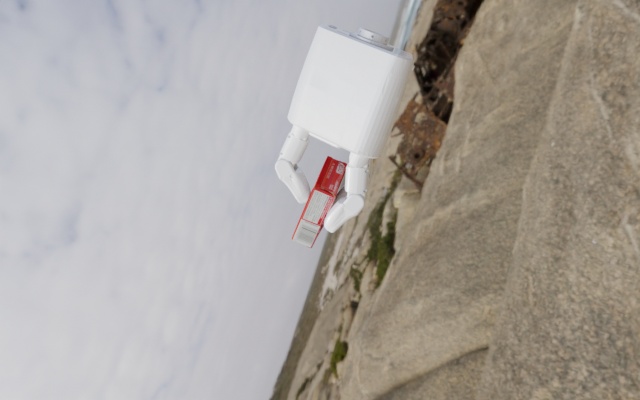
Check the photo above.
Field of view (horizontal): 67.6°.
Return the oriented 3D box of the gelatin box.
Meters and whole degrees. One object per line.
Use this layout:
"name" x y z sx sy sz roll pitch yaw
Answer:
"gelatin box" 0.000 0.002 0.578 0.030 0.089 0.073 24 36 0
